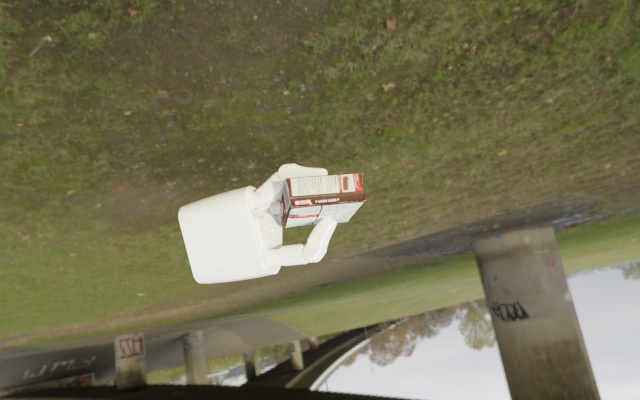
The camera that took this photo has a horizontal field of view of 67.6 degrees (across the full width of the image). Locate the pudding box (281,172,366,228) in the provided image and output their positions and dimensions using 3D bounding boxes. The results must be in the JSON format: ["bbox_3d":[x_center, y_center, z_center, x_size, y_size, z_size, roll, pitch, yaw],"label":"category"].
[{"bbox_3d":[0.000,0.002,0.584,0.090,0.039,0.113,-6,-13,-9],"label":"pudding box"}]
